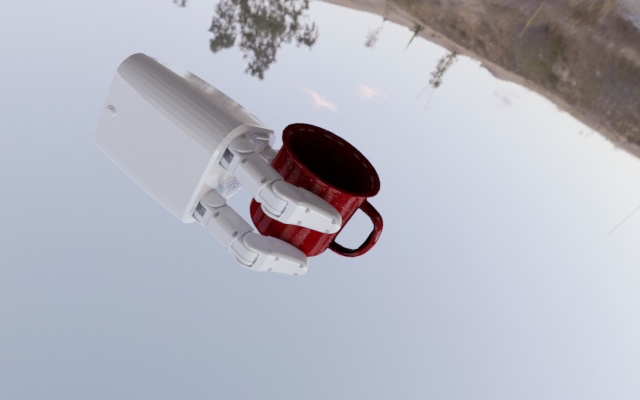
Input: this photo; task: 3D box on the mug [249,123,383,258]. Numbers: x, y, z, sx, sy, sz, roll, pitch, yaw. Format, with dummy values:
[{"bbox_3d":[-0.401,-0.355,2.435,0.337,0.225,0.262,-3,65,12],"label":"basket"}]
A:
[{"bbox_3d":[0.001,0.002,0.408,0.117,0.081,0.093,39,30,9],"label":"mug"}]
